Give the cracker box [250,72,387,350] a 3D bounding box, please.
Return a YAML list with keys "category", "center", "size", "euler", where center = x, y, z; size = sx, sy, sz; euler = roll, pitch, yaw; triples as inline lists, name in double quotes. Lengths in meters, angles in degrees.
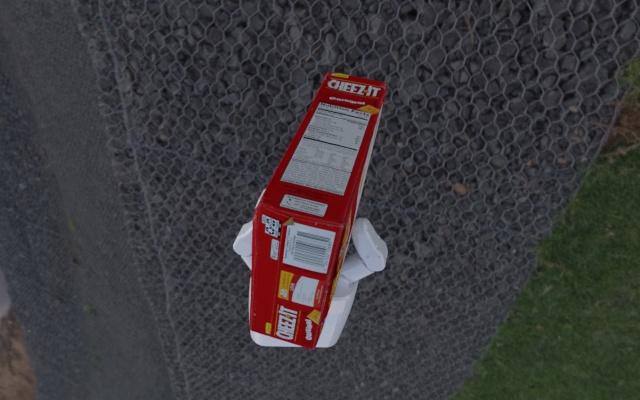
- category: "cracker box"
  center: [0.000, 0.002, 0.453]
  size: [0.072, 0.164, 0.213]
  euler: [15, 43, 5]
